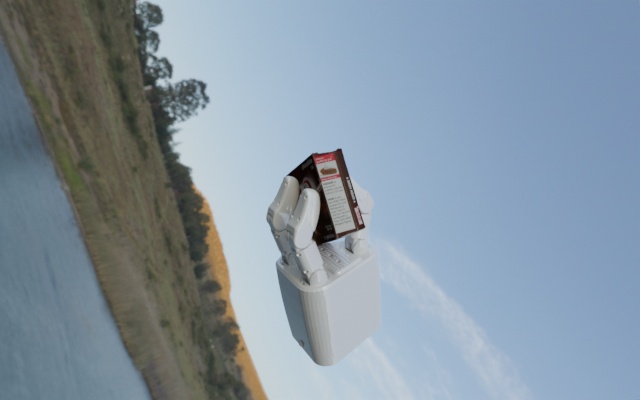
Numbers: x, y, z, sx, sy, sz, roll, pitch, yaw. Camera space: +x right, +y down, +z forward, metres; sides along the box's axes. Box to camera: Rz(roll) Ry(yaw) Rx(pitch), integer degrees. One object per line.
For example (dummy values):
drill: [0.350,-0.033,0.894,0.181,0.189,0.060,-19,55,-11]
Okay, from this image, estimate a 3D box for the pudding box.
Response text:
pudding box: [0.000,0.002,0.523,0.039,0.090,0.113,-15,-5,-24]
